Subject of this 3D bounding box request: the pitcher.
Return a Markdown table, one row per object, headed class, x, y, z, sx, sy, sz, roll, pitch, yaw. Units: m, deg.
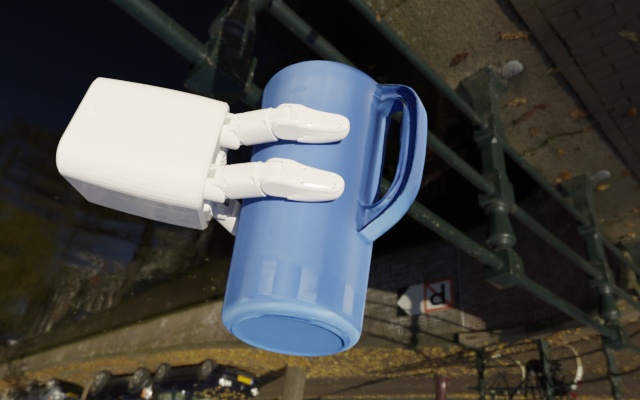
| class | x | y | z | sx | sy | sz | roll | pitch | yaw |
| --- | --- | --- | --- | --- | --- | --- | --- | --- | --- |
| pitcher | 0.000 | 0.001 | 0.420 | 0.145 | 0.242 | 0.149 | 14 | -34 | -8 |
